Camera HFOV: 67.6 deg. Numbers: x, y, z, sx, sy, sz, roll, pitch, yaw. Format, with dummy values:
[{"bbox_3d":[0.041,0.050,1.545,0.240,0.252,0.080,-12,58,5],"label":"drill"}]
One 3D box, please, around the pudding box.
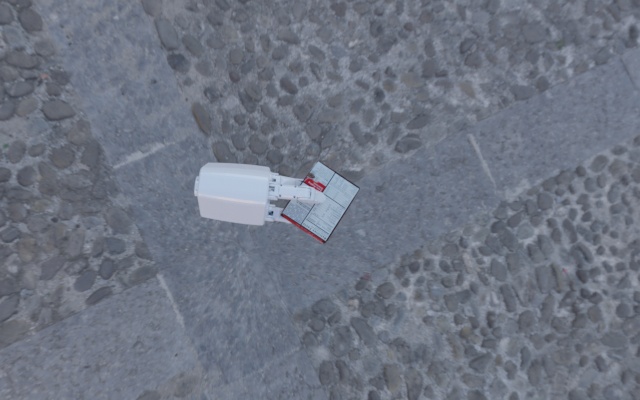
[{"bbox_3d":[0.000,0.003,0.796,0.090,0.113,0.039,34,-9,-2],"label":"pudding box"}]
